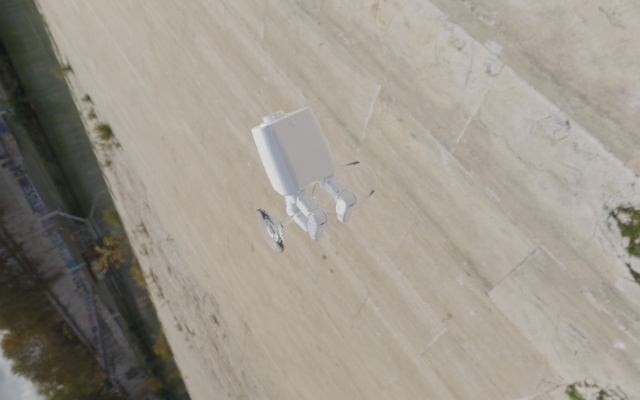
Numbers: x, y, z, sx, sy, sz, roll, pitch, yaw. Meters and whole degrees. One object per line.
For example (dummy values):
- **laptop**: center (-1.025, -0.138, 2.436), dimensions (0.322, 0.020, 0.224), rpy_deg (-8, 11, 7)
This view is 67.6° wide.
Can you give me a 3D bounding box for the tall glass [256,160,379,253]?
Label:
- **tall glass**: center (0.000, 0.003, 0.764), dimensions (0.201, 0.079, 0.079), rpy_deg (-29, 14, -27)
